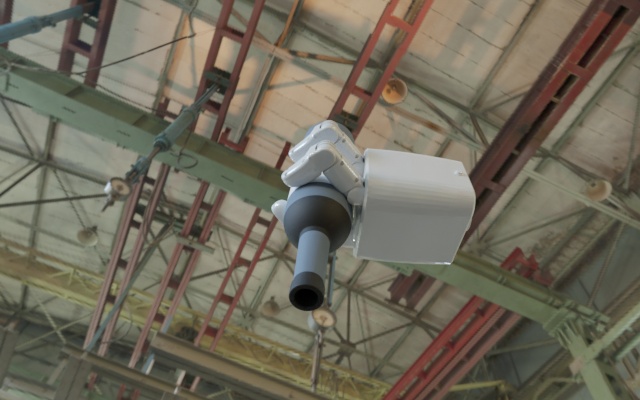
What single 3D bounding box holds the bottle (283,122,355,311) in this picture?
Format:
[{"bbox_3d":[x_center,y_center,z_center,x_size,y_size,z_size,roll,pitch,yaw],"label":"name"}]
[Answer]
[{"bbox_3d":[0.000,0.001,0.491,0.069,0.069,0.295,0,30,5],"label":"bottle"}]
